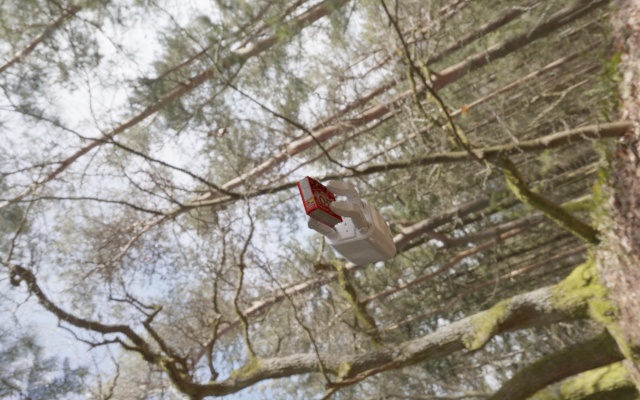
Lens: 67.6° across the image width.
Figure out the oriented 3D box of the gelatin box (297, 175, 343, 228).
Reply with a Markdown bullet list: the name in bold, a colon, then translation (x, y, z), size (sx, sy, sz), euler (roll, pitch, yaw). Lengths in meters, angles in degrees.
- **gelatin box**: translation (0.000, 0.003, 0.879), size (0.030, 0.073, 0.089), euler (-32, -34, 22)
